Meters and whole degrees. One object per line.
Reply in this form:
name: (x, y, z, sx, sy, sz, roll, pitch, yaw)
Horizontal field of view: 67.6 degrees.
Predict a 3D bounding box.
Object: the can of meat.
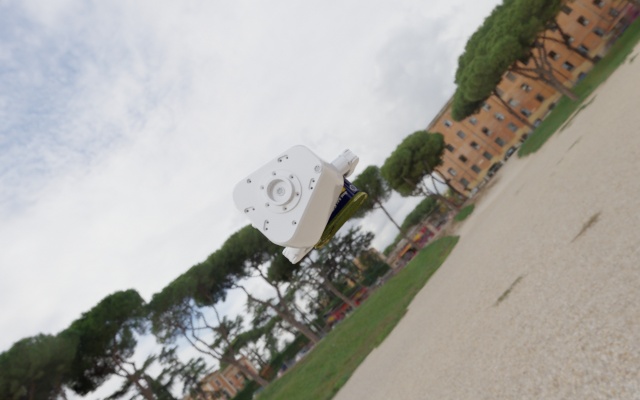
can of meat: (0.000, 0.002, 0.667, 0.084, 0.102, 0.057, 42, 6, 13)
